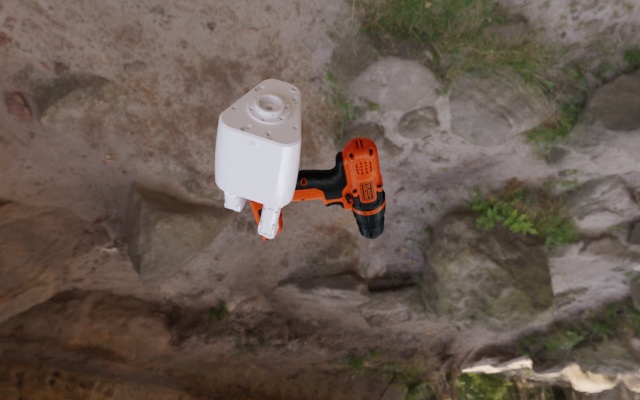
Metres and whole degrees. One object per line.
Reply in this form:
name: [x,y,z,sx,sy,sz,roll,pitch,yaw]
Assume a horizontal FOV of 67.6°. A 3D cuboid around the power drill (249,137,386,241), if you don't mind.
power drill: [0.000,0.002,0.687,0.187,0.185,0.057,-12,42,1]
